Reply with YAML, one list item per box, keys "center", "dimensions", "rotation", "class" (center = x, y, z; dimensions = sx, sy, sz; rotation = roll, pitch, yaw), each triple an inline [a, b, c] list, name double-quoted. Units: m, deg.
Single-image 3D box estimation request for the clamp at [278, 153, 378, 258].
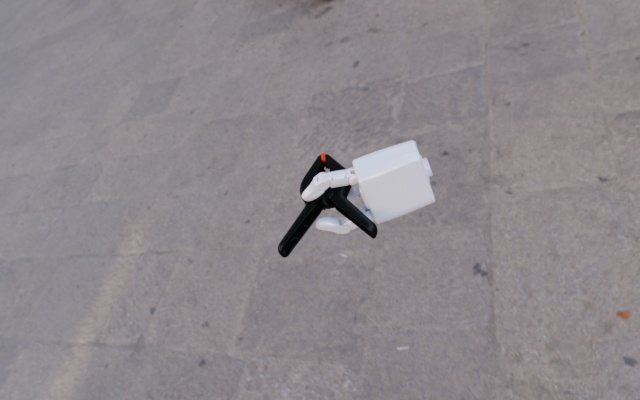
- center: [0.000, 0.002, 0.813]
  dimensions: [0.164, 0.209, 0.036]
  rotation: [-18, -44, 9]
  class: "clamp"
